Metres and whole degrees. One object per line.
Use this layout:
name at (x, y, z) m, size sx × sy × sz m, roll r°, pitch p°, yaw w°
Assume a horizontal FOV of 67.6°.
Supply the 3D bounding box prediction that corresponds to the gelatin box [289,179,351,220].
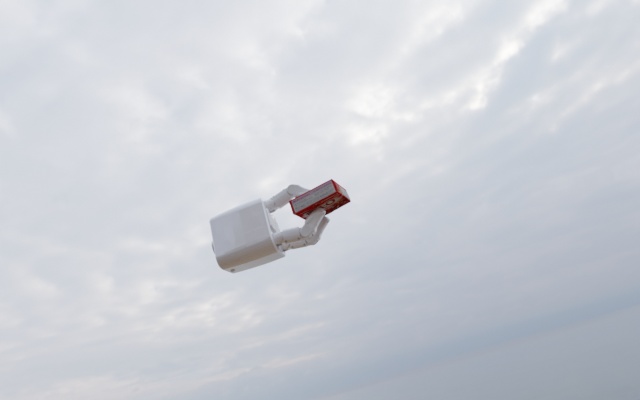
gelatin box at (0.000, 0.002, 0.839) m, size 0.089 × 0.030 × 0.073 m, roll -28°, pitch -23°, yaw 13°
